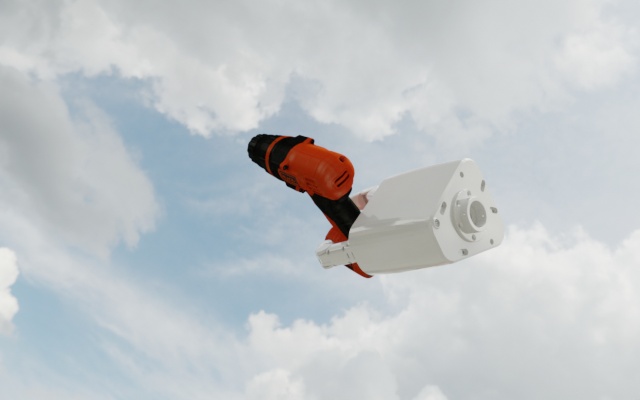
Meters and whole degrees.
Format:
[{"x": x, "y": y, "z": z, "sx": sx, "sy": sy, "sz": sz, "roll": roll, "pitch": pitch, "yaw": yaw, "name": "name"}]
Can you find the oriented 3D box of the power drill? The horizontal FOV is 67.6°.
[{"x": 0.001, "y": 0.002, "z": 0.575, "sx": 0.184, "sy": 0.057, "sz": 0.188, "roll": 27, "pitch": -22, "yaw": 52, "name": "power drill"}]
